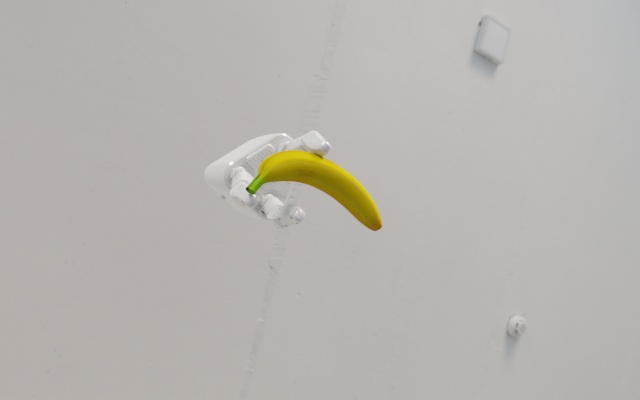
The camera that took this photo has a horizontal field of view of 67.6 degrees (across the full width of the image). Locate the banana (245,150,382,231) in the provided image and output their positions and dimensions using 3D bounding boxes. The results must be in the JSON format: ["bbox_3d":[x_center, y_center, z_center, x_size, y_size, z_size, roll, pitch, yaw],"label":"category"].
[{"bbox_3d":[0.002,-0.017,0.579,0.198,0.069,0.037,17,-7,-31],"label":"banana"}]
